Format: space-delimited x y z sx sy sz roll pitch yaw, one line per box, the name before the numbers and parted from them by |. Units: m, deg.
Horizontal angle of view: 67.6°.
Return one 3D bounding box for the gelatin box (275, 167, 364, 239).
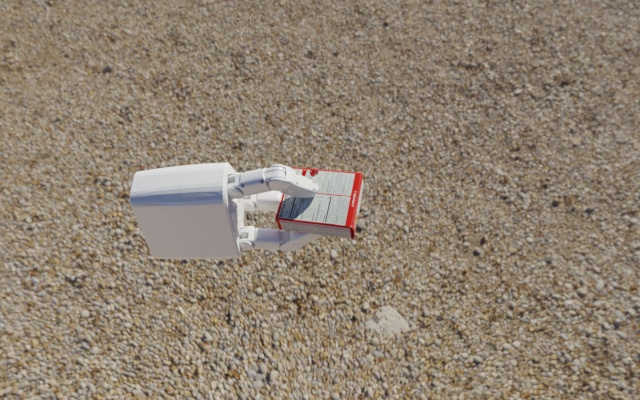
gelatin box | 0.000 0.002 0.545 0.089 0.073 0.030 5 -31 13
